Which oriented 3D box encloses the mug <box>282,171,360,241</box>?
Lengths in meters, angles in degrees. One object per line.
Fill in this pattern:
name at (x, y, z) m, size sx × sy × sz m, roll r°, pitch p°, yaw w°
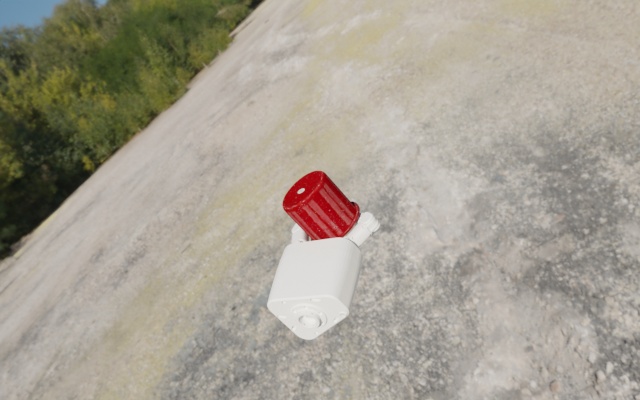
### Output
mug at (0.000, 0.001, 0.720) m, size 0.093 × 0.081 × 0.117 m, roll -26°, pitch 29°, yaw 32°
